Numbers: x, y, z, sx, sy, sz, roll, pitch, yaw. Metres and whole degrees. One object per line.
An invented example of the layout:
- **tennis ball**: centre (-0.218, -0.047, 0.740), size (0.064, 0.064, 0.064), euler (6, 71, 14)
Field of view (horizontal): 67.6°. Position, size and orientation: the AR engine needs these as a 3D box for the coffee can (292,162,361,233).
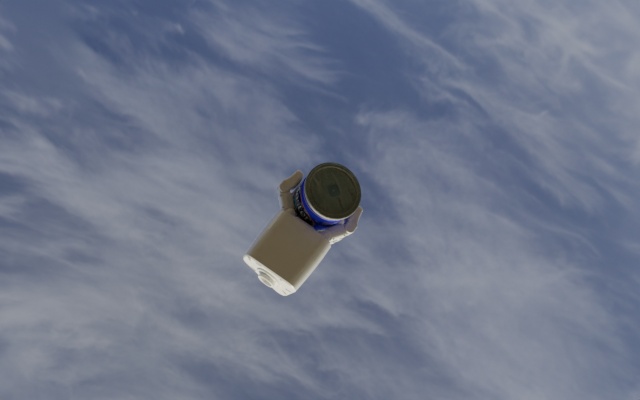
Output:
- **coffee can**: centre (0.000, 0.003, 0.873), size (0.103, 0.102, 0.140), euler (0, -17, -20)
